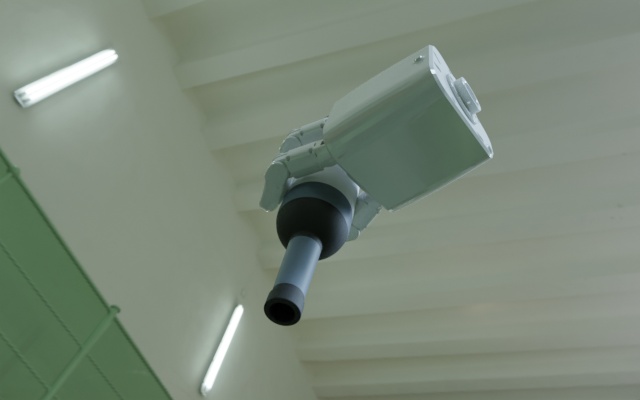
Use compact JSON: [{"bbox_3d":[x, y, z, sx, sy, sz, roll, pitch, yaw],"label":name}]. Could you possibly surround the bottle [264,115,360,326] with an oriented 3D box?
[{"bbox_3d":[0.000,0.001,0.458,0.069,0.069,0.295,0,32,13],"label":"bottle"}]
